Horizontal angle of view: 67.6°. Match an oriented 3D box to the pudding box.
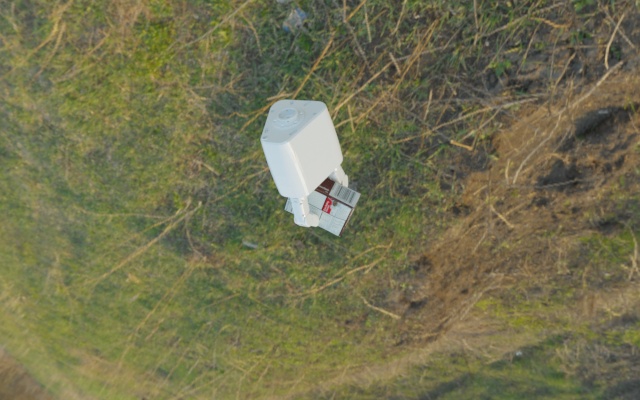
[{"bbox_3d":[0.000,0.003,0.799,0.113,0.039,0.090,27,-37,4],"label":"pudding box"}]
